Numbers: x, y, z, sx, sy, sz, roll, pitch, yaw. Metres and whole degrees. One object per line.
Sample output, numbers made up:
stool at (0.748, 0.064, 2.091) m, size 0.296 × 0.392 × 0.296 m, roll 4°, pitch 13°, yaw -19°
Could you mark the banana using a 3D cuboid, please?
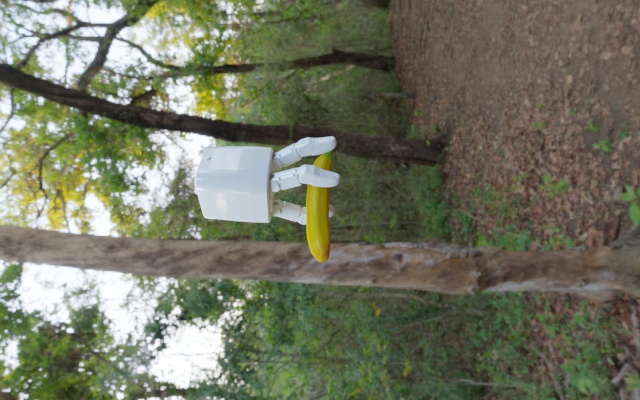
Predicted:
banana at (-0.002, 0.008, 0.723) m, size 0.037 × 0.197 × 0.070 m, roll 5°, pitch -27°, yaw -6°
